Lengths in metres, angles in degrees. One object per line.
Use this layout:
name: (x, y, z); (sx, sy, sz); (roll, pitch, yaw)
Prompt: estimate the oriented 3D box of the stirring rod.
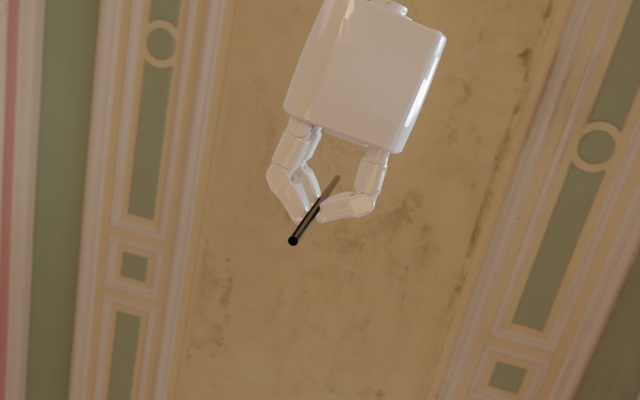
stirring rod: (0.000, 0.002, 0.476); (0.011, 0.011, 0.239); (0, 14, 10)
